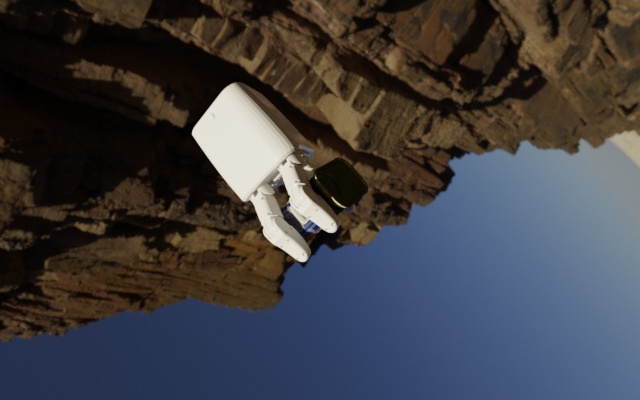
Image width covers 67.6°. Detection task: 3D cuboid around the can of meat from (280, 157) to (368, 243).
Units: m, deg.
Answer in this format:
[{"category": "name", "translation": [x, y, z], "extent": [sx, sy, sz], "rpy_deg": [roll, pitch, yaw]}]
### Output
[{"category": "can of meat", "translation": [0.000, 0.002, 0.578], "extent": [0.084, 0.057, 0.102], "rpy_deg": [-43, -3, 28]}]
